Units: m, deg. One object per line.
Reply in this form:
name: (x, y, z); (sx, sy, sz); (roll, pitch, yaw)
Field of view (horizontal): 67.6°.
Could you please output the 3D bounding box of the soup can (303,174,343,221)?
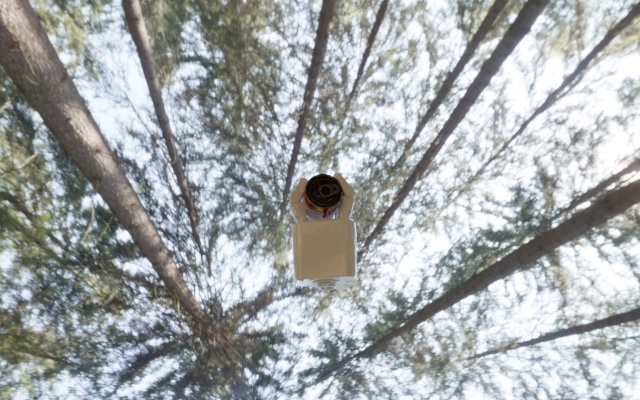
soup can: (0.000, 0.003, 0.893); (0.068, 0.068, 0.102); (0, -24, -8)
